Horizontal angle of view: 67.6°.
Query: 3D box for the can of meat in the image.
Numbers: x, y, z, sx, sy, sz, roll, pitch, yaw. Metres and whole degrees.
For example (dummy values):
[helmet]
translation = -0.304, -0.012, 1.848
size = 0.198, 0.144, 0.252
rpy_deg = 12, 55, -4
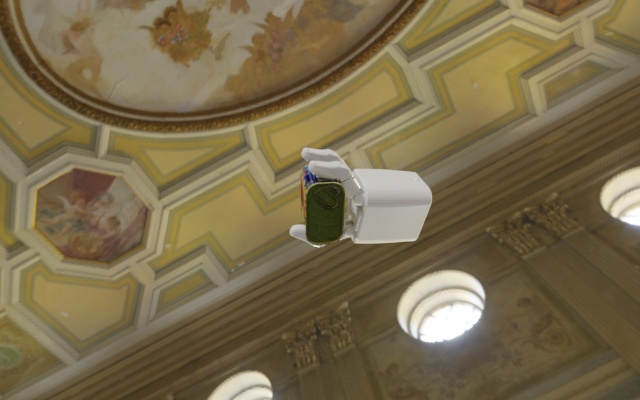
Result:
[can of meat]
translation = 0.000, 0.002, 0.729
size = 0.057, 0.102, 0.084
rpy_deg = -3, 27, -9
